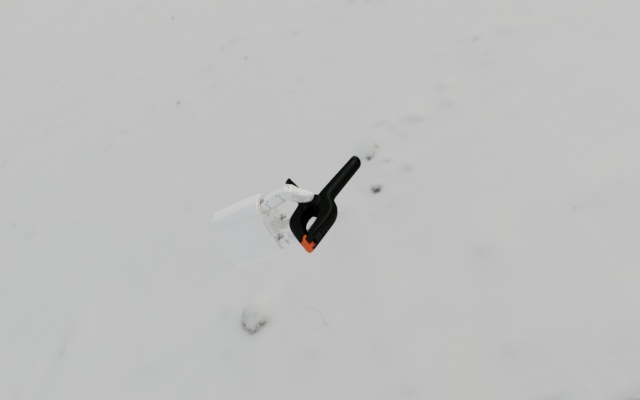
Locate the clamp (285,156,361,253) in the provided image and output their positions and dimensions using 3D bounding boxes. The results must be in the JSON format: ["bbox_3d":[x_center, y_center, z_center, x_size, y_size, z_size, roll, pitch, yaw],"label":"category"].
[{"bbox_3d":[0.000,0.003,0.866,0.164,0.036,0.209,-23,36,21],"label":"clamp"}]
